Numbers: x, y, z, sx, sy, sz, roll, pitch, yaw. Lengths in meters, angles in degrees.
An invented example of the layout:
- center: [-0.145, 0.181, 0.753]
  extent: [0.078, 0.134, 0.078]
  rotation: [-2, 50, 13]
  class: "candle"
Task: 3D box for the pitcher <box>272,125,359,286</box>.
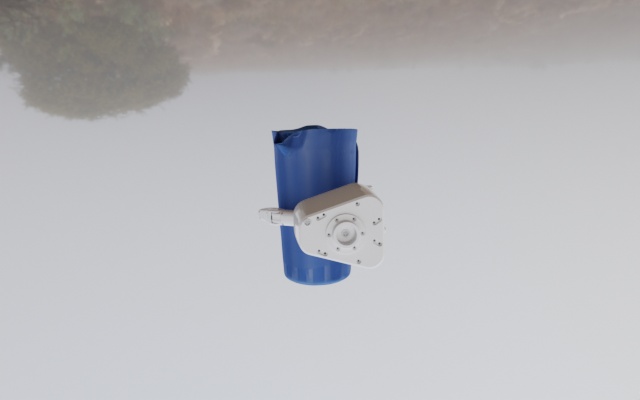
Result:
- center: [0.000, 0.003, 0.762]
  extent: [0.149, 0.243, 0.145]
  rotation: [-2, 8, -7]
  class: "pitcher"
